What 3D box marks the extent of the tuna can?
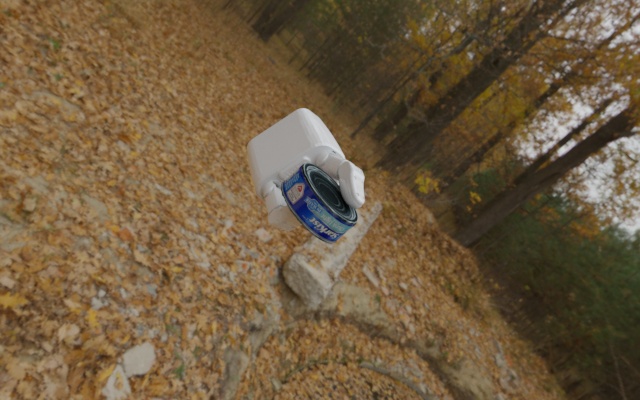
[{"bbox_3d":[0.001,0.001,0.505,0.034,0.086,0.086,-42,-15,18],"label":"tuna can"}]
